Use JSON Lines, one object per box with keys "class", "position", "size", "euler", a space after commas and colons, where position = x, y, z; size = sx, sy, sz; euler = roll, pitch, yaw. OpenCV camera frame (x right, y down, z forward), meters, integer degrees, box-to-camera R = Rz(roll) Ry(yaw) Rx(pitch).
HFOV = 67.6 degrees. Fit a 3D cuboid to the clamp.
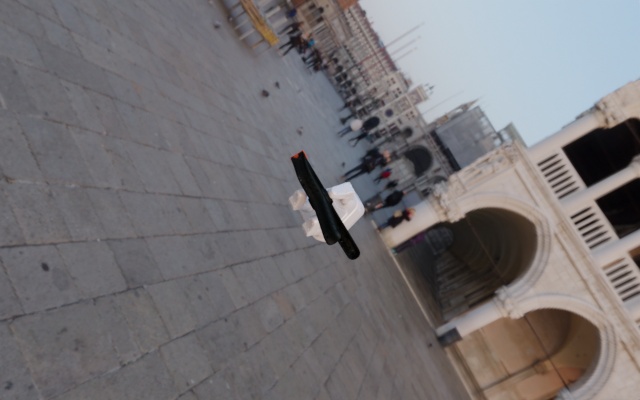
{"class": "clamp", "position": [0.001, 0.002, 0.812], "size": [0.036, 0.210, 0.164], "euler": [-29, -15, 6]}
